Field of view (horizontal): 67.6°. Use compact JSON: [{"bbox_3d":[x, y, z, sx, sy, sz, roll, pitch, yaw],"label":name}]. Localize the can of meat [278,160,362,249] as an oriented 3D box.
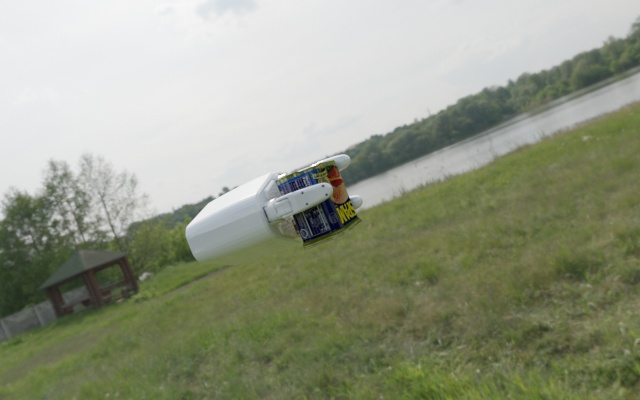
[{"bbox_3d":[0.000,0.002,0.565,0.057,0.084,0.102,-22,1,19],"label":"can of meat"}]
